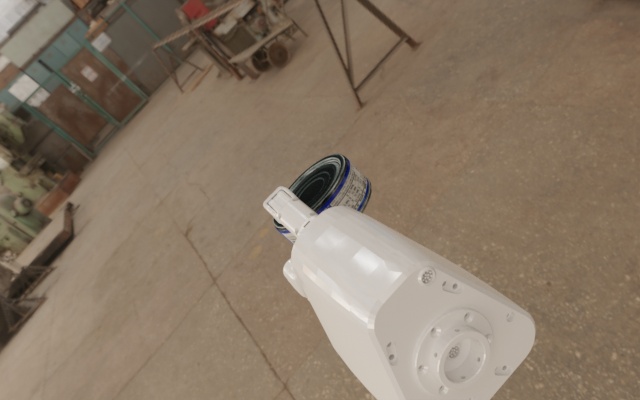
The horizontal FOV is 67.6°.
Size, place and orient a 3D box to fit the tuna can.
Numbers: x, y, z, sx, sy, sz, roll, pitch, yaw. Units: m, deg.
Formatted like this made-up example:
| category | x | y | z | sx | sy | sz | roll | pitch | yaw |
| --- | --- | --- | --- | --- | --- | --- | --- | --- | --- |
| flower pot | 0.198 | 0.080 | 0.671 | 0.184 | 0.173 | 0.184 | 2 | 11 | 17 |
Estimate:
| category | x | y | z | sx | sy | sz | roll | pitch | yaw |
| --- | --- | --- | --- | --- | --- | --- | --- | --- | --- |
| tuna can | 0.000 | 0.001 | 0.407 | 0.034 | 0.086 | 0.086 | 44 | -20 | -22 |
